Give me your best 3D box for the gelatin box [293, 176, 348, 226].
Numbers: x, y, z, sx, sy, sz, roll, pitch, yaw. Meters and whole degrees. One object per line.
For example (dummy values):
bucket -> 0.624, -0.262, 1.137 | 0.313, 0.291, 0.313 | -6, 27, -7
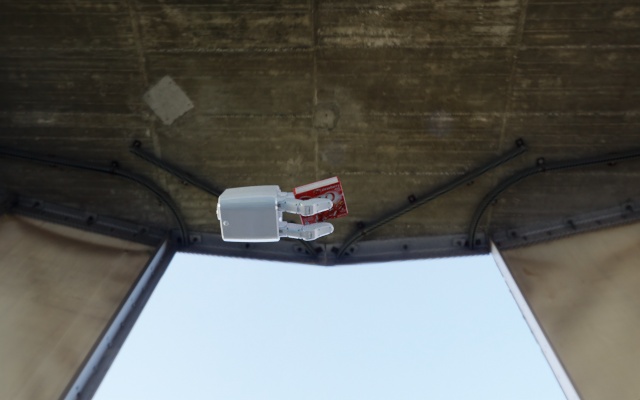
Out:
gelatin box -> 0.000, 0.003, 0.891 | 0.089, 0.073, 0.030 | -16, 28, -1
